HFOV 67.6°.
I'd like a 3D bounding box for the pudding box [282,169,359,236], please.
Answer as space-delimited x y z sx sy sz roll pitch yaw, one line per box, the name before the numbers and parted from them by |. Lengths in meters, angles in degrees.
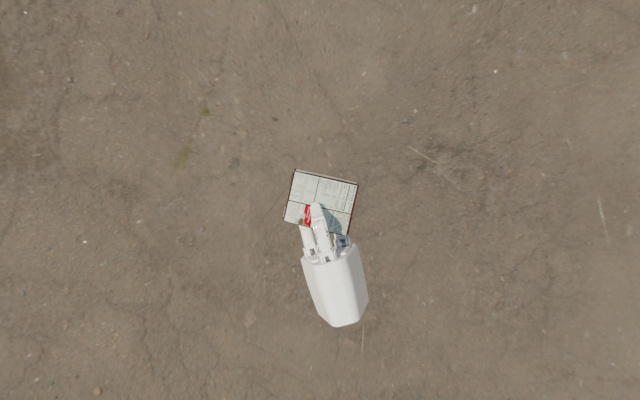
pudding box | 0.000 0.003 0.792 0.113 0.090 0.039 13 5 -2
